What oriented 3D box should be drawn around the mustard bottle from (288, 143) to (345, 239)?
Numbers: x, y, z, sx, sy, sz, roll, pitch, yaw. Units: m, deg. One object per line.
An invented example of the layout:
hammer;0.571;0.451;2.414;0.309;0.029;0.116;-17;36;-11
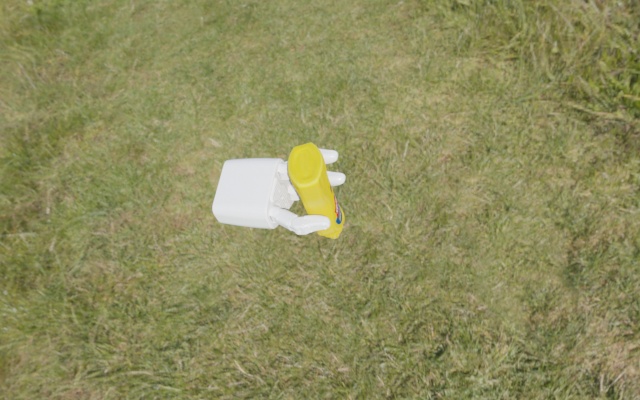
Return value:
mustard bottle;0.000;0.002;0.794;0.058;0.096;0.192;-16;-43;5
